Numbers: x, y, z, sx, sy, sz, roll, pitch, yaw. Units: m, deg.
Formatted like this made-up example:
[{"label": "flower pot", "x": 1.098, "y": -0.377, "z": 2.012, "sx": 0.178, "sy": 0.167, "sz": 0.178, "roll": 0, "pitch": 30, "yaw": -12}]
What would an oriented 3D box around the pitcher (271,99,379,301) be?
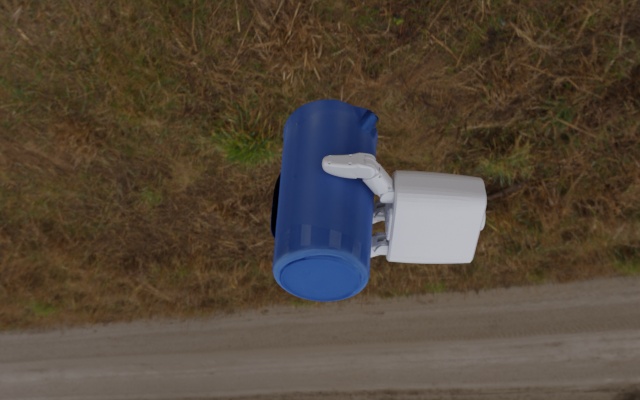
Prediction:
[{"label": "pitcher", "x": 0.000, "y": 0.002, "z": 0.606, "sx": 0.145, "sy": 0.242, "sz": 0.149, "roll": 3, "pitch": -41, "yaw": 2}]
